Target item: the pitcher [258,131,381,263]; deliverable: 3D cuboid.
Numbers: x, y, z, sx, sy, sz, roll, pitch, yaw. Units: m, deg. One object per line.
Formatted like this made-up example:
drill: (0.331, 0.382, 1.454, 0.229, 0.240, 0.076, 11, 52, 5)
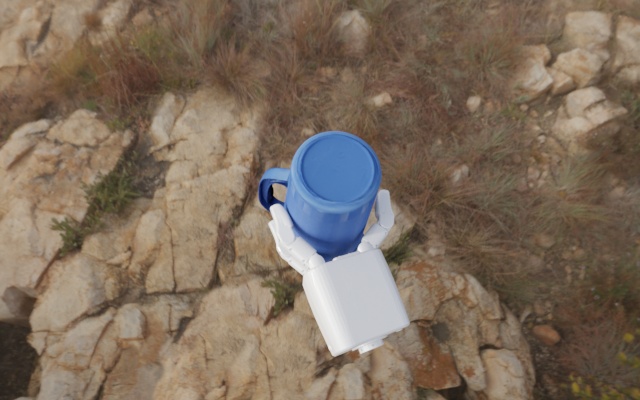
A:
pitcher: (0.000, 0.002, 0.665, 0.149, 0.145, 0.243, -17, -19, -11)
